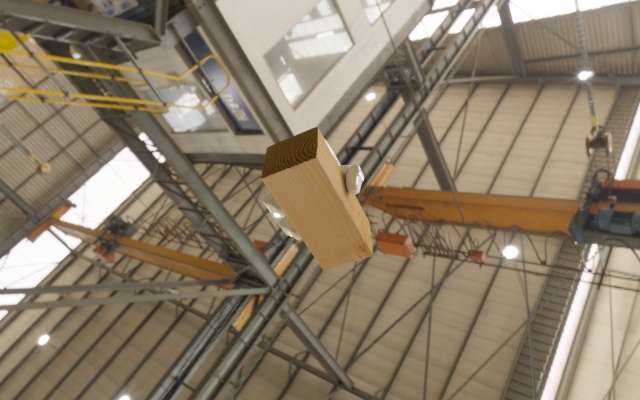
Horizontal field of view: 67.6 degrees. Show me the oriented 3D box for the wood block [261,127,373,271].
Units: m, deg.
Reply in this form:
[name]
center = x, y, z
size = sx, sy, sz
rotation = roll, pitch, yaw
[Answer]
[wood block]
center = 0.000, 0.002, 0.752
size = 0.091, 0.206, 0.090
rotation = -21, 35, 16
